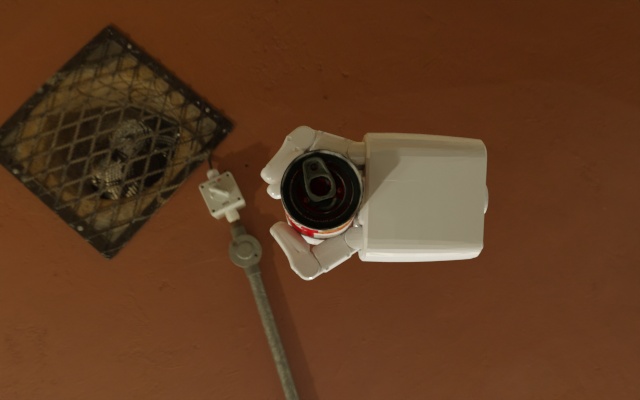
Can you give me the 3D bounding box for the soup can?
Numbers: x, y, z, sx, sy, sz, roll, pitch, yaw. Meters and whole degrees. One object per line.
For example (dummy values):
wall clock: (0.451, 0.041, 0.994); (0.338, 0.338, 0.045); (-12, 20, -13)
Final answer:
soup can: (0.000, 0.002, 0.434); (0.068, 0.068, 0.102); (0, -12, -1)
